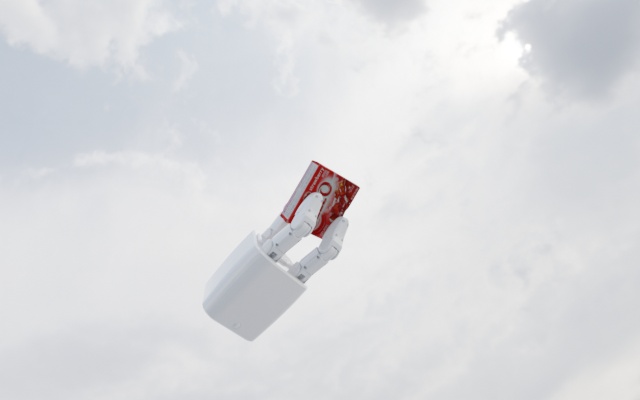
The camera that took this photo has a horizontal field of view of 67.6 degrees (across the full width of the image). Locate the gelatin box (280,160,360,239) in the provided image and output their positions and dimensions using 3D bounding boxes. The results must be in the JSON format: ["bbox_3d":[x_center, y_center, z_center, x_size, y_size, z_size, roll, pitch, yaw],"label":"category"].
[{"bbox_3d":[0.000,0.002,0.638,0.073,0.089,0.030,28,4,-30],"label":"gelatin box"}]
